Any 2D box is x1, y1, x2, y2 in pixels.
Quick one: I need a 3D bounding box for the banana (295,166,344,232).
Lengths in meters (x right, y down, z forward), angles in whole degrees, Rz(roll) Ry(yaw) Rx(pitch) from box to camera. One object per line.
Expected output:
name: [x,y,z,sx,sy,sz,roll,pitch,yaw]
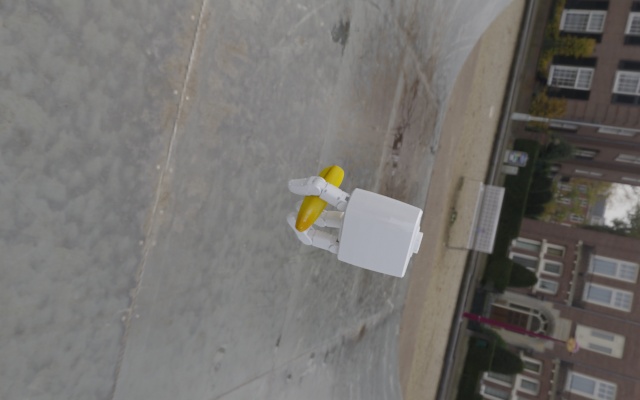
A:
banana: [0.006,-0.015,0.776,0.037,0.070,0.197,21,25,7]
